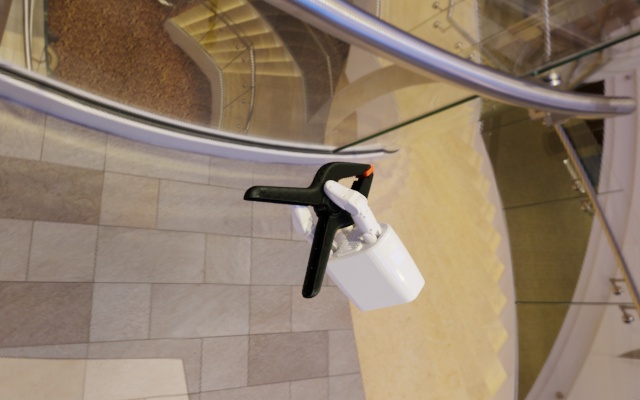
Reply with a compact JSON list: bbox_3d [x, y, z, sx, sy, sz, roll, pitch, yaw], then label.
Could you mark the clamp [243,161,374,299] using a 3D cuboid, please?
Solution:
[{"bbox_3d":[0.001,0.002,0.643,0.036,0.165,0.210,-7,33,50],"label":"clamp"}]
